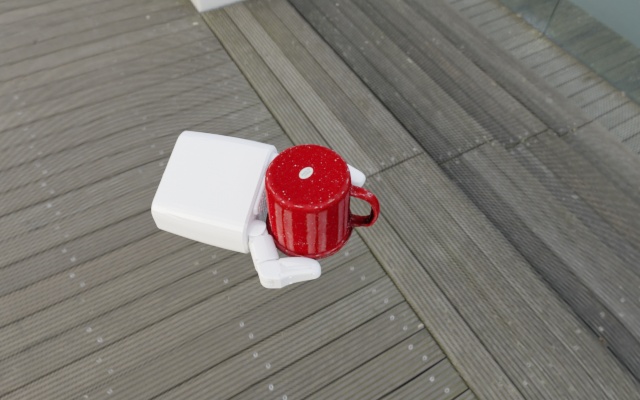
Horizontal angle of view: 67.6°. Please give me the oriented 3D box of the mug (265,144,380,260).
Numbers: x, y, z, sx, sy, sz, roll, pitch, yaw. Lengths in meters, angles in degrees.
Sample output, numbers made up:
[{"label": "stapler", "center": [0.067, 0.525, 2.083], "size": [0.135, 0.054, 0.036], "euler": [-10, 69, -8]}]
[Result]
[{"label": "mug", "center": [0.001, 0.002, 0.470], "size": [0.117, 0.093, 0.082], "euler": [11, -35, 8]}]
